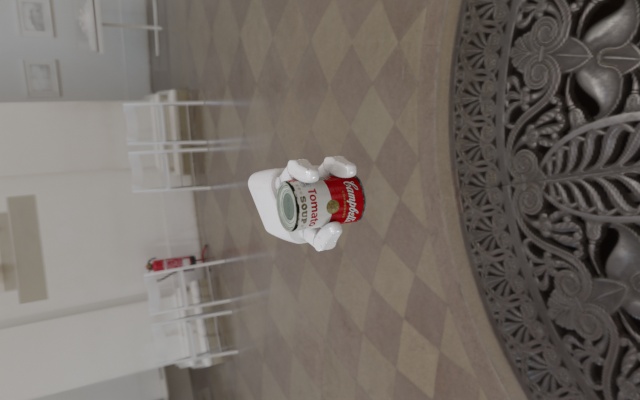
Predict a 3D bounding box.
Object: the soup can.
[{"bbox_3d":[0.000,0.002,0.636,0.102,0.068,0.068,-7,3,-27],"label":"soup can"}]
